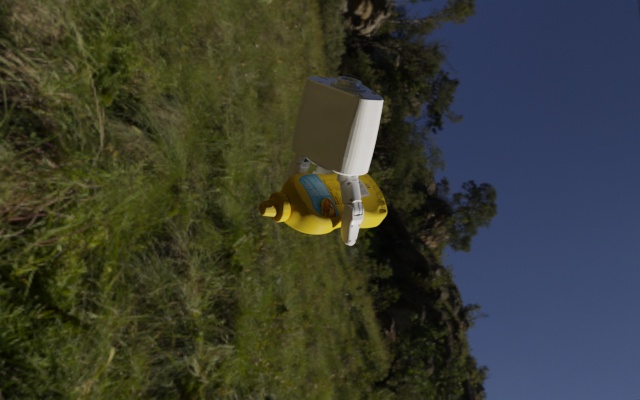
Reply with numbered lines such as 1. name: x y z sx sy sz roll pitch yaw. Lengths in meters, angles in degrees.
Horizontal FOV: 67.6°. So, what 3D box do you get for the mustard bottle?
1. mustard bottle: 0.000 0.002 0.687 0.191 0.096 0.058 -6 -35 -36
